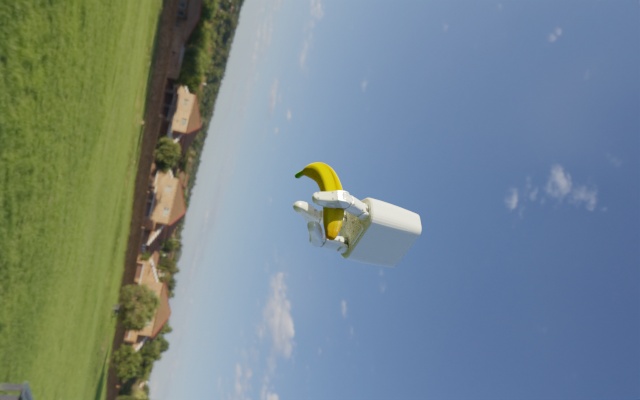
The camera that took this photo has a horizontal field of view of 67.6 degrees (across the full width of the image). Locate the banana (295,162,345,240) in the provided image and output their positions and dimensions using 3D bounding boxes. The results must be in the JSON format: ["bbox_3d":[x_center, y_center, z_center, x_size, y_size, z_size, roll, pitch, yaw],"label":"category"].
[{"bbox_3d":[0.009,-0.014,0.823,0.037,0.070,0.197,19,26,-30],"label":"banana"}]
